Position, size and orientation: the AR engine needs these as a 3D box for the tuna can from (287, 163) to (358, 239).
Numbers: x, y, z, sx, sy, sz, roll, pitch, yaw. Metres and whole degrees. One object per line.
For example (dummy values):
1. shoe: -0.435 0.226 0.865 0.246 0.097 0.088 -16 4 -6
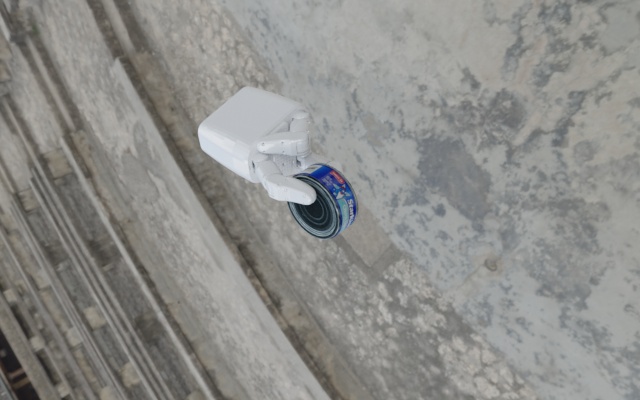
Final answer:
1. tuna can: 0.000 0.002 0.556 0.086 0.086 0.033 0 26 47
